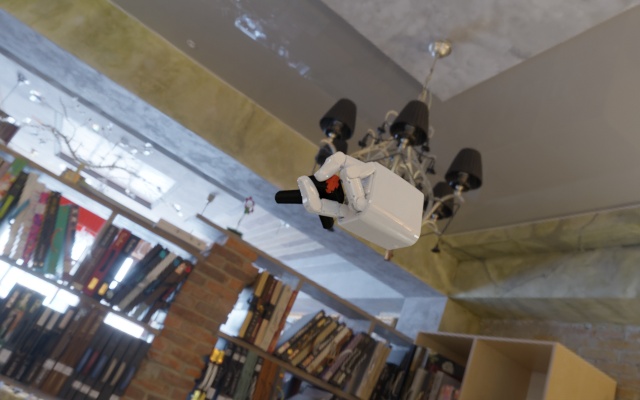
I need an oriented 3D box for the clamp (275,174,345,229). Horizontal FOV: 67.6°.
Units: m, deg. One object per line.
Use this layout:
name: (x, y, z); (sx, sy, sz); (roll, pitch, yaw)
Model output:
clamp: (0.000, 0.002, 0.826); (0.120, 0.039, 0.171); (27, -22, -20)
